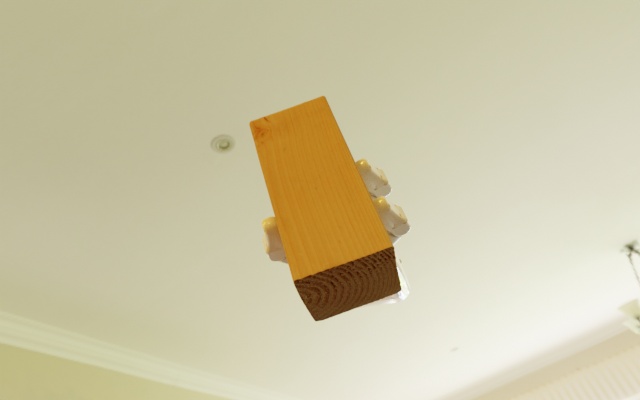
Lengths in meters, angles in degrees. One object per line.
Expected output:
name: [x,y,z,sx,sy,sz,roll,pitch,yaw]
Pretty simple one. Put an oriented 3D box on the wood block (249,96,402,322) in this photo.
wood block: [0.000,0.002,0.487,0.091,0.206,0.090,-20,-38,0]
